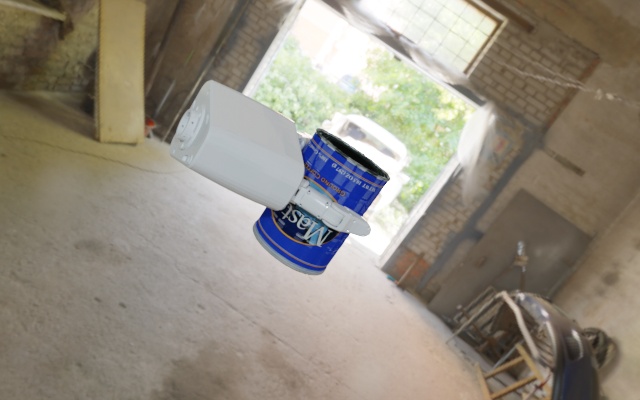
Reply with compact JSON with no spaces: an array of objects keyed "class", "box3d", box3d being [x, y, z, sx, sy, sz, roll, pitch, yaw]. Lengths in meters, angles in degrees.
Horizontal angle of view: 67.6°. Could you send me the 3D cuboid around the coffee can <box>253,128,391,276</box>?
[{"class":"coffee can","box3d":[0.000,0.002,0.560,0.103,0.140,0.102,32,14,-9]}]
